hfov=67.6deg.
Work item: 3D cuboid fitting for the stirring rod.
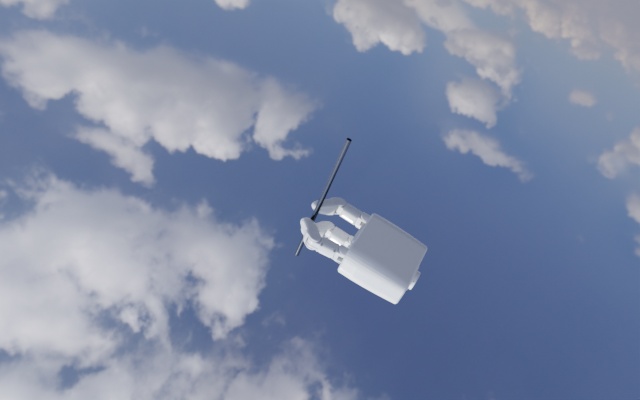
[{"bbox_3d":[0.000,0.002,0.758,0.011,0.240,0.011,16,35,-12],"label":"stirring rod"}]
